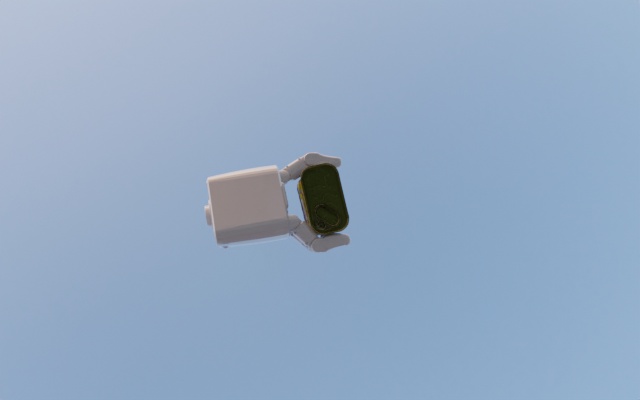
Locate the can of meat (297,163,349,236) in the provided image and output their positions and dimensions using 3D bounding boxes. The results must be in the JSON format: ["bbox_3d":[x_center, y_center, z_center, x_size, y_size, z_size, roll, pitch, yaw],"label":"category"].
[{"bbox_3d":[0.000,0.002,0.724,0.057,0.102,0.084,-12,-5,-10],"label":"can of meat"}]
